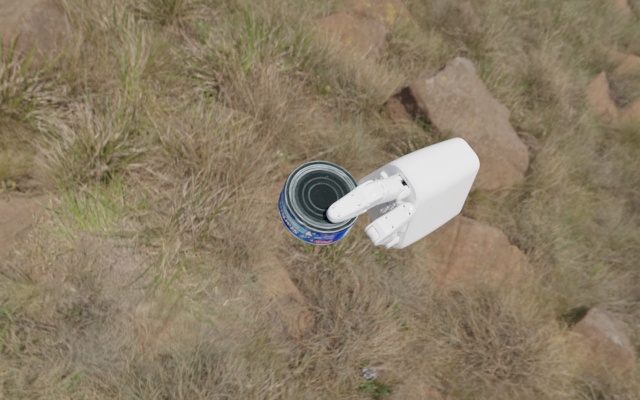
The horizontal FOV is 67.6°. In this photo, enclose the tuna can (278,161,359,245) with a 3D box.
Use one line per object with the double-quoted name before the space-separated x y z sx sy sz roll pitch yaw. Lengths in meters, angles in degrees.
"tuna can" 0.000 0.001 0.504 0.086 0.086 0.034 0 -25 -15
